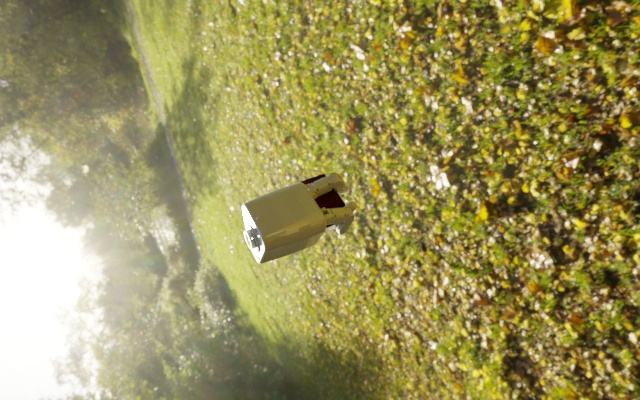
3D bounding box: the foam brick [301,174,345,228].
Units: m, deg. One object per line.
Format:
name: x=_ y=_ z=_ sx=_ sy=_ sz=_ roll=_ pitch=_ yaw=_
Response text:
foam brick: x=0.000 y=0.003 z=0.825 sx=0.051 sy=0.078 sz=0.053 roll=-20 pitch=-33 yaw=-20
